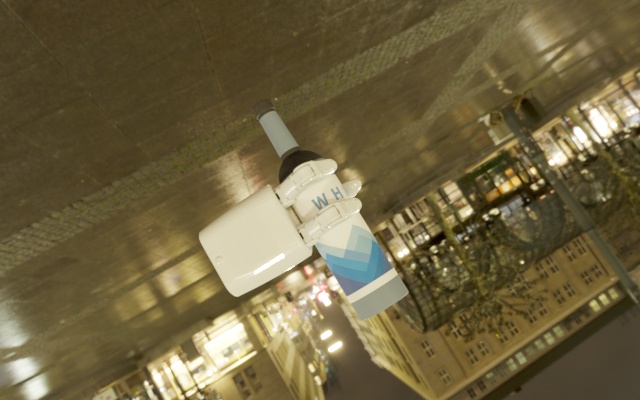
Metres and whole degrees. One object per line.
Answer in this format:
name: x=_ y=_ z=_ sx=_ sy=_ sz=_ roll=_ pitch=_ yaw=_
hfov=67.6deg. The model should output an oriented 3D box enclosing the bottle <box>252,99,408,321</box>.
bottle: x=0.000 y=0.002 z=0.589 sx=0.069 sy=0.295 sz=0.069 roll=-31 pitch=-9 yaw=-5
